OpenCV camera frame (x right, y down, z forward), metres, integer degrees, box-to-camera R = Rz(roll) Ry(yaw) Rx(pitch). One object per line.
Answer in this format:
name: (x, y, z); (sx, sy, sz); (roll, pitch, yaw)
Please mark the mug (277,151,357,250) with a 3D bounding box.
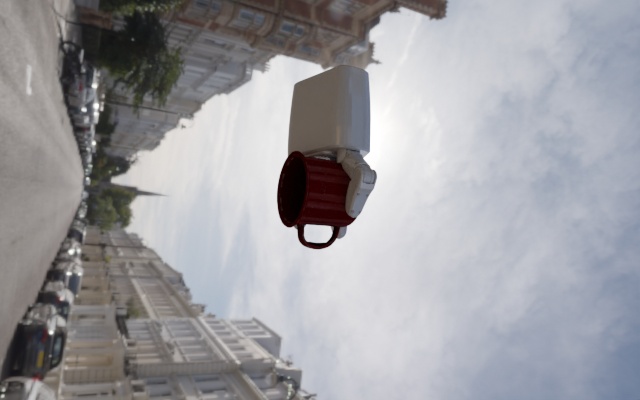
mug: (0.000, 0.003, 0.589); (0.081, 0.117, 0.093); (6, -9, -26)
